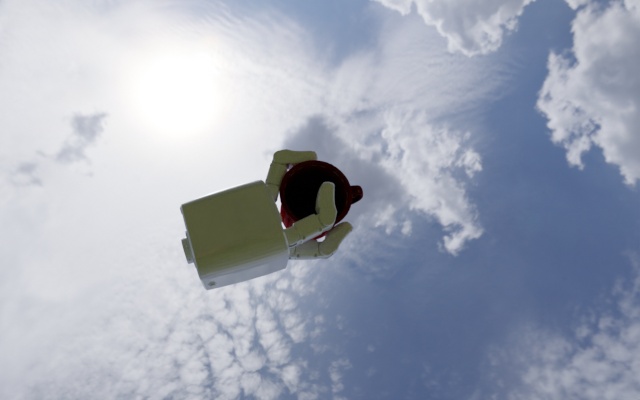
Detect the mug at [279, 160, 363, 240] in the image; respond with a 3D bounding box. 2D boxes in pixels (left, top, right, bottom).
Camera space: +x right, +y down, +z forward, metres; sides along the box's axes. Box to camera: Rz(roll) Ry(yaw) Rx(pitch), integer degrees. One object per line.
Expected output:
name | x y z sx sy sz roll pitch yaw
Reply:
mug | 0.001 0.002 0.640 0.117 0.093 0.081 -14 -17 -14
